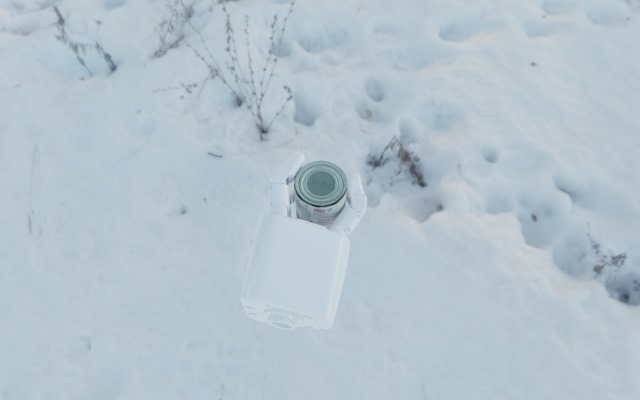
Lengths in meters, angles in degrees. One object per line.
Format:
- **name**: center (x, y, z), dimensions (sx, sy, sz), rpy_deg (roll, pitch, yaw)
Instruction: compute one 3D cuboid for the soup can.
- **soup can**: center (0.000, 0.002, 0.632), dimensions (0.068, 0.068, 0.102), rpy_deg (0, -28, 0)
